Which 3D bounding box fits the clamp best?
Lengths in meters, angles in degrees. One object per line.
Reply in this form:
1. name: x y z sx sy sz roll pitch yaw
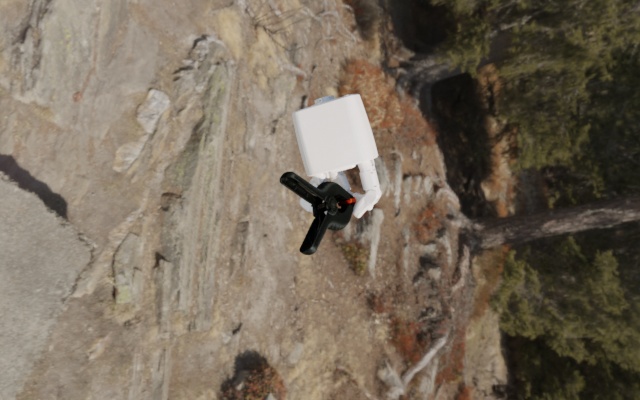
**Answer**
1. clamp: 0.001 0.002 0.727 0.039 0.120 0.171 -12 8 29
